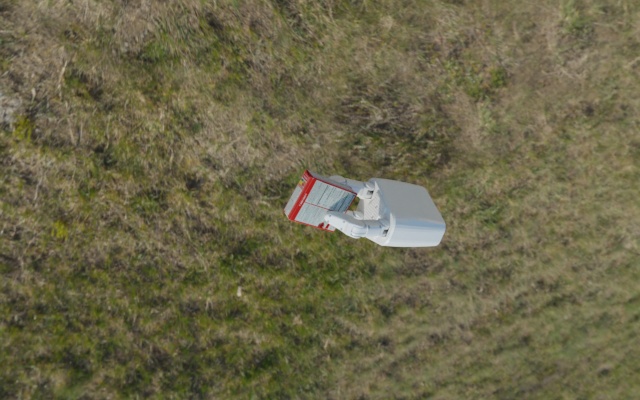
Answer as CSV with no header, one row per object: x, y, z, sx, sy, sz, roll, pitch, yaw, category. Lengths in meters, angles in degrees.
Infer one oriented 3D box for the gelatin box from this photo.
0.000,0.002,0.710,0.089,0.073,0.030,18,20,-36,gelatin box
